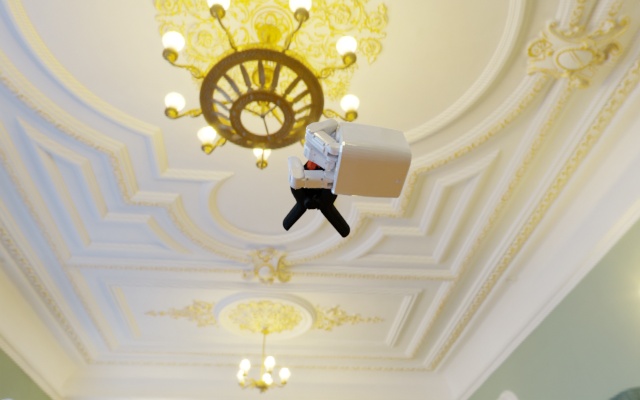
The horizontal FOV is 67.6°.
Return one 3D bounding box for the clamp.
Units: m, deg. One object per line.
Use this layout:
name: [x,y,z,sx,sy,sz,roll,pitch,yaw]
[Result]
clamp: [0.000,0.002,0.797,0.120,0.039,0.172,8,-42,-2]
